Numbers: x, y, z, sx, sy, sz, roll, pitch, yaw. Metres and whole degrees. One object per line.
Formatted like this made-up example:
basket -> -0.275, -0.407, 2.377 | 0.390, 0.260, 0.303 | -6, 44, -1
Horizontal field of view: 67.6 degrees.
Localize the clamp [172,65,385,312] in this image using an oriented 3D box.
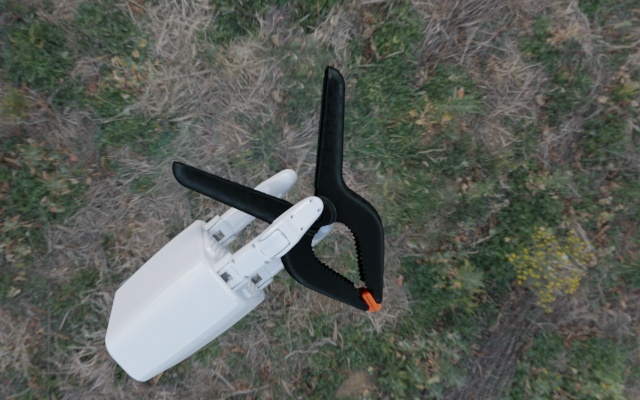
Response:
clamp -> 0.000, 0.002, 0.415 | 0.164, 0.210, 0.036 | -39, 8, -1
